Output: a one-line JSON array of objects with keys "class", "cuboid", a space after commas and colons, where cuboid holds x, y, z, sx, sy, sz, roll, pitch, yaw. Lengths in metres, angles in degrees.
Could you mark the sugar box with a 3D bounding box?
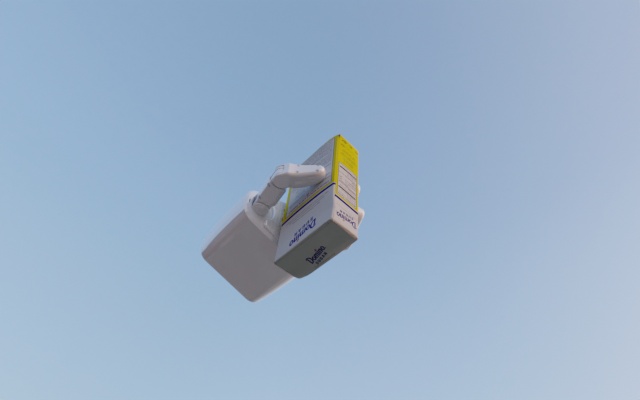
[{"class": "sugar box", "cuboid": [0.000, 0.002, 0.566, 0.048, 0.176, 0.093, 37, -58, -24]}]
